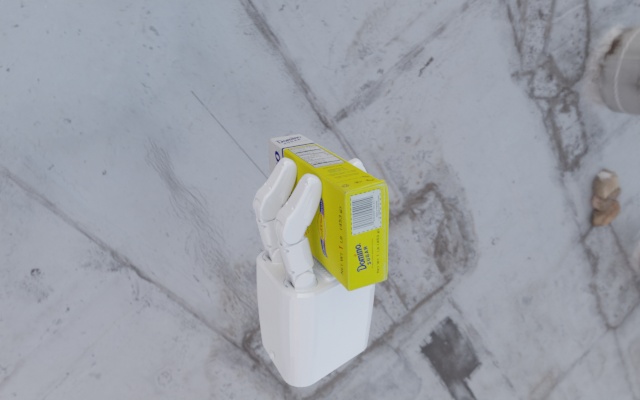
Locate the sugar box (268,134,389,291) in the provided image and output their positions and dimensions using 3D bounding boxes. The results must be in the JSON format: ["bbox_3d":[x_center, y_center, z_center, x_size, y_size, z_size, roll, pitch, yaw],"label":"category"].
[{"bbox_3d":[0.000,0.002,0.458,0.048,0.093,0.176,-13,25,-25],"label":"sugar box"}]
